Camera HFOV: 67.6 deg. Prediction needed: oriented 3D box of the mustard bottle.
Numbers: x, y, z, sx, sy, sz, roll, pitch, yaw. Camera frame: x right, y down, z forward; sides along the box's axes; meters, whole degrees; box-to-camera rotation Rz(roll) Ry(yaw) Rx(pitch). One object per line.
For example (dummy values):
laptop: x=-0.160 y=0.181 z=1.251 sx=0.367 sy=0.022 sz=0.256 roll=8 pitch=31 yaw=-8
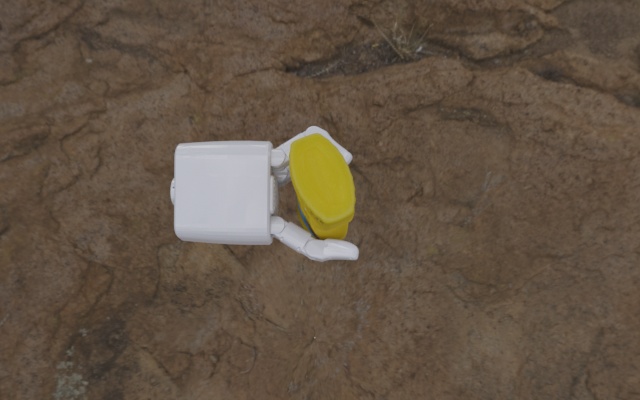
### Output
mustard bottle: x=0.000 y=0.002 z=0.556 sx=0.058 sy=0.096 sz=0.192 roll=-23 pitch=-14 yaw=-7
